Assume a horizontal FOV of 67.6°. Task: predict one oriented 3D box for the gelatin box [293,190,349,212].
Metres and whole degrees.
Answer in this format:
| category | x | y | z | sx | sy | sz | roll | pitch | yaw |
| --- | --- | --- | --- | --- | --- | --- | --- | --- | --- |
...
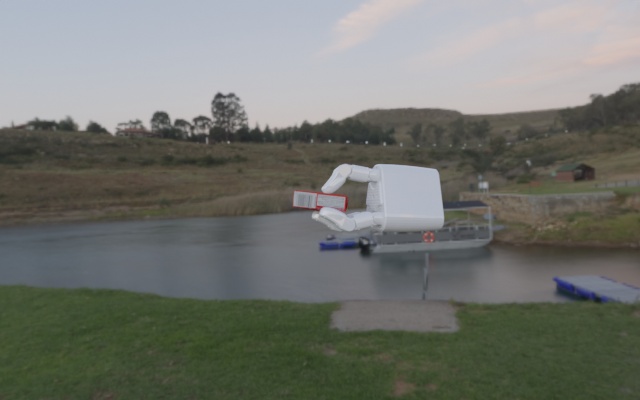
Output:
| category | x | y | z | sx | sy | sz | roll | pitch | yaw |
| --- | --- | --- | --- | --- | --- | --- | --- | --- | --- |
| gelatin box | 0.000 | 0.002 | 0.797 | 0.089 | 0.030 | 0.073 | 6 | -1 | 0 |
